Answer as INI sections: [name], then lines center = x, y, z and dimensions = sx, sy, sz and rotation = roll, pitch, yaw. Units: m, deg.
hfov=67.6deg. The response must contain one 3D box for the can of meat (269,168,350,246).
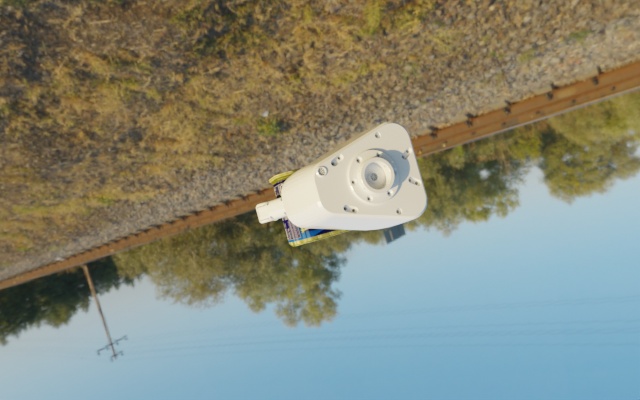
[can of meat]
center = 0.000, 0.002, 0.569
dimensions = 0.102, 0.084, 0.057
rotation = -15, -2, -21
